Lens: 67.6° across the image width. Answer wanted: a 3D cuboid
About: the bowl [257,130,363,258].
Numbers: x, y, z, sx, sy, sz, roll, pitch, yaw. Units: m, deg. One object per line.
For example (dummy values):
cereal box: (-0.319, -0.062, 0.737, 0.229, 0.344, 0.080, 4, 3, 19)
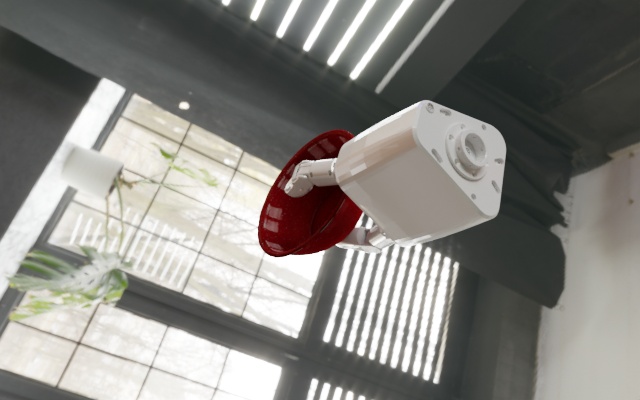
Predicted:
bowl: (0.000, 0.002, 0.539, 0.055, 0.162, 0.162, 35, -19, -30)
